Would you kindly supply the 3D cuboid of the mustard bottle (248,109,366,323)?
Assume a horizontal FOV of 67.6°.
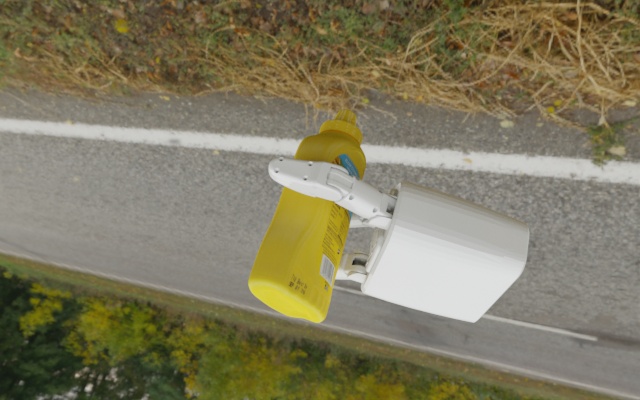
[{"bbox_3d":[0.000,0.002,0.417,0.058,0.191,0.096,7,-26,24],"label":"mustard bottle"}]
